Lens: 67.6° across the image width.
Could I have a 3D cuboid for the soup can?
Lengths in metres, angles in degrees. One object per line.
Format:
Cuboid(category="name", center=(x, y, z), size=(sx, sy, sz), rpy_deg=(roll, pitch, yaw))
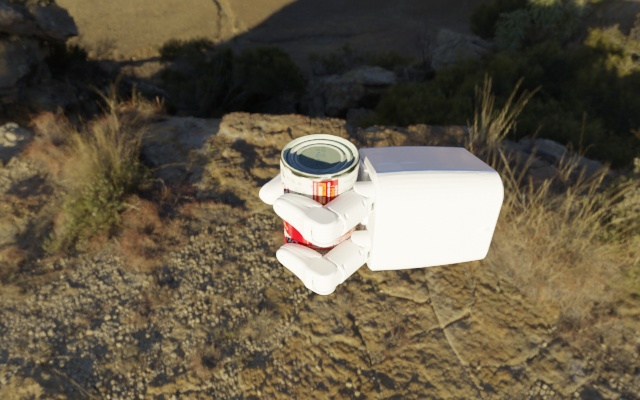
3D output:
Cuboid(category="soup can", center=(0.000, 0.001, 0.425), size=(0.068, 0.102, 0.068), rpy_deg=(0, 38, 0))
